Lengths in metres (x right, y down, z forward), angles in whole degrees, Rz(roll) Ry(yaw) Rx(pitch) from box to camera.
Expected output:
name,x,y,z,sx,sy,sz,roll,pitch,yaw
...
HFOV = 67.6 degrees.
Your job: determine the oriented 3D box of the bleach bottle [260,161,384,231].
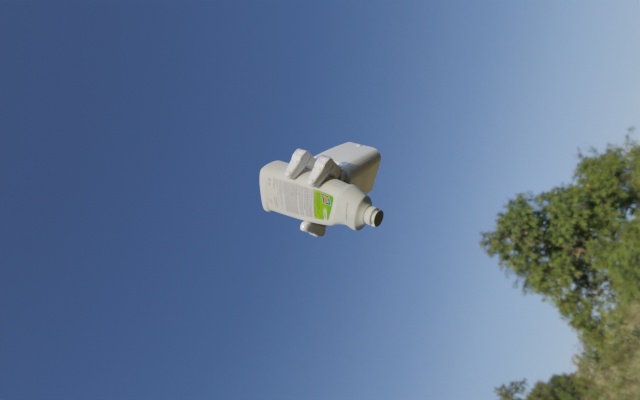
name,x,y,z,sx,sy,sz,roll,pitch,yaw
bleach bottle,0.000,0.003,0.851,0.251,0.103,0.068,20,36,36
